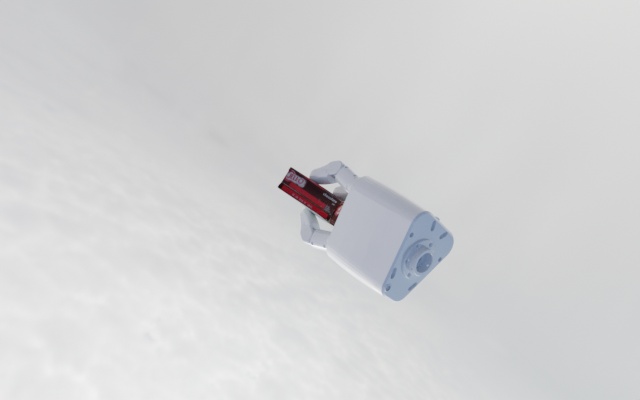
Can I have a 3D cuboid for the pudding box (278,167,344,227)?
[{"bbox_3d":[0.000,0.002,0.673,0.090,0.039,0.113,35,-3,20],"label":"pudding box"}]
